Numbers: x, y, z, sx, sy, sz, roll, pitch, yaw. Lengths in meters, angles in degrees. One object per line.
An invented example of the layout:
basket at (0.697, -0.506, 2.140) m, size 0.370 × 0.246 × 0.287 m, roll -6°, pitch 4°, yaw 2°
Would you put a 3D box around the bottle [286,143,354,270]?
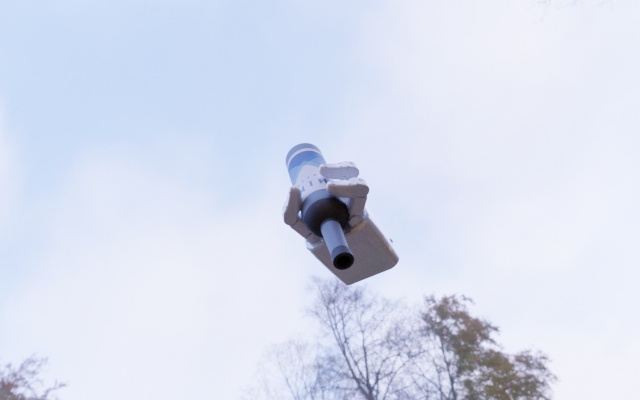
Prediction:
bottle at (0.000, 0.002, 0.717) m, size 0.069 × 0.069 × 0.295 m, roll 0°, pitch 30°, yaw -13°
